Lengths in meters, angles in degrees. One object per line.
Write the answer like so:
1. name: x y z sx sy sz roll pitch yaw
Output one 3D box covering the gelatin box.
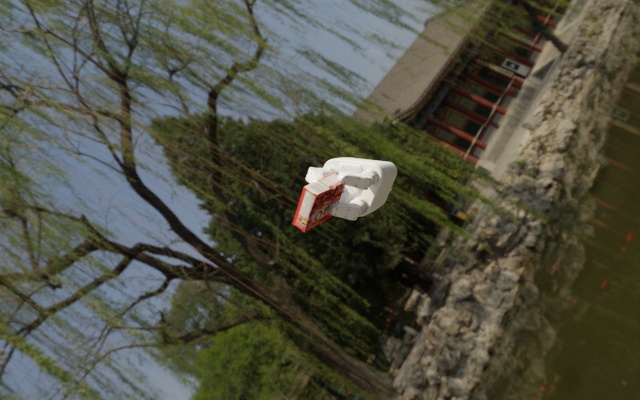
1. gelatin box: 0.000 0.002 0.764 0.030 0.073 0.089 33 34 22
